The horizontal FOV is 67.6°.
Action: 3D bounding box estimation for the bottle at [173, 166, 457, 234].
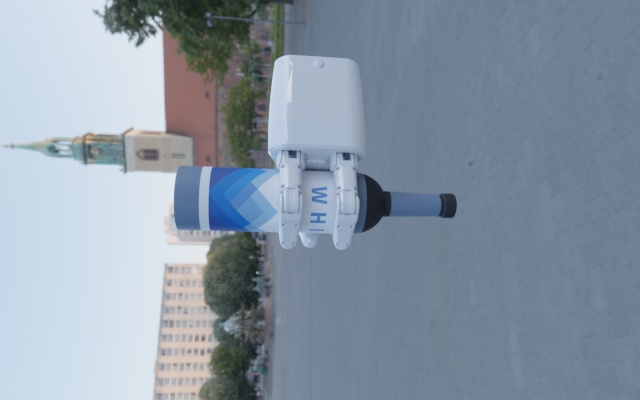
[{"bbox_3d":[0.000,0.002,0.511,0.296,0.069,0.069,2,0,-7],"label":"bottle"}]
